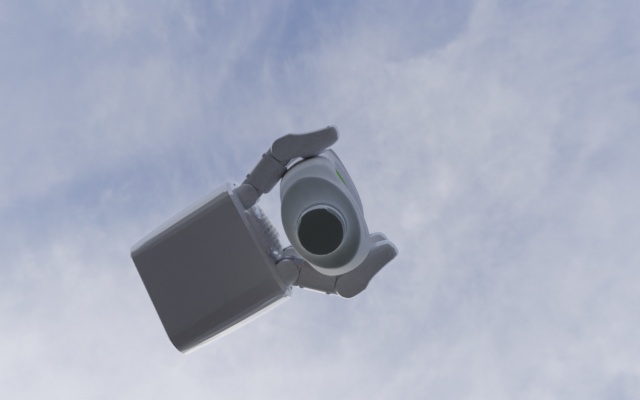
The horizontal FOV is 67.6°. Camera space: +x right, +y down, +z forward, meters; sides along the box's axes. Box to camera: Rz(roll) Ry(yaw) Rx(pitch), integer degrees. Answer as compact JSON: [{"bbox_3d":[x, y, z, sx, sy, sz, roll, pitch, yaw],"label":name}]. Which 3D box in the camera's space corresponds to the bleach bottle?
[{"bbox_3d":[0.000,0.001,0.411,0.068,0.102,0.251,-30,3,4],"label":"bleach bottle"}]
